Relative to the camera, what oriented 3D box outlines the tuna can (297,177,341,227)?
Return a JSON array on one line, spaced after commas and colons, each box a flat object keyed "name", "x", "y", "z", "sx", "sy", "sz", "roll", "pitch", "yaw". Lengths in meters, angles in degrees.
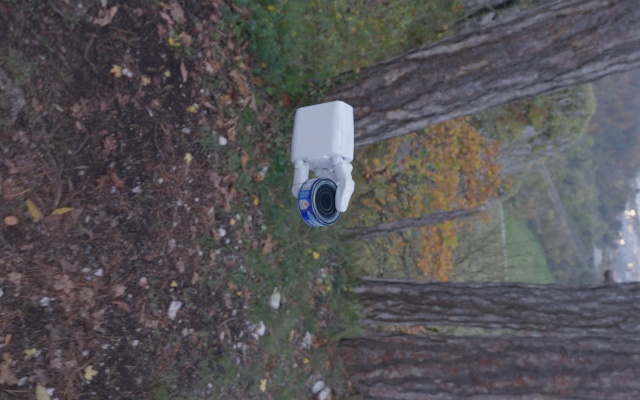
[{"name": "tuna can", "x": 0.001, "y": 0.003, "z": 0.838, "sx": 0.034, "sy": 0.086, "sz": 0.086, "roll": -7, "pitch": -5, "yaw": 41}]
